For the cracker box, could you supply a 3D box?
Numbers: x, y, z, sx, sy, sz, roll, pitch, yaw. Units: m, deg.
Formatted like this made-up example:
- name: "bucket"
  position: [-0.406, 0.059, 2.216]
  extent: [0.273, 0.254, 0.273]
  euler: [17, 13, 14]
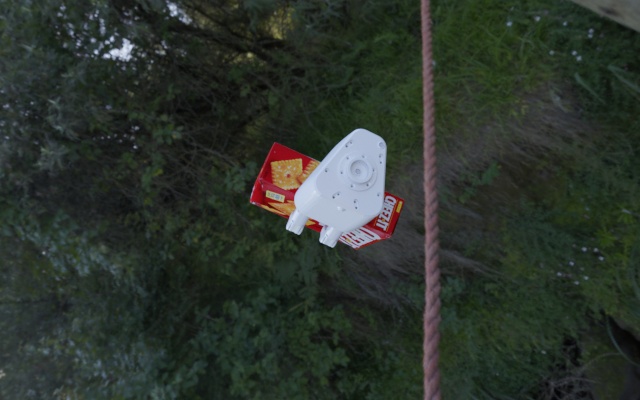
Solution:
- name: "cracker box"
  position: [0.000, 0.002, 0.764]
  extent: [0.214, 0.072, 0.164]
  euler: [24, -16, -8]
